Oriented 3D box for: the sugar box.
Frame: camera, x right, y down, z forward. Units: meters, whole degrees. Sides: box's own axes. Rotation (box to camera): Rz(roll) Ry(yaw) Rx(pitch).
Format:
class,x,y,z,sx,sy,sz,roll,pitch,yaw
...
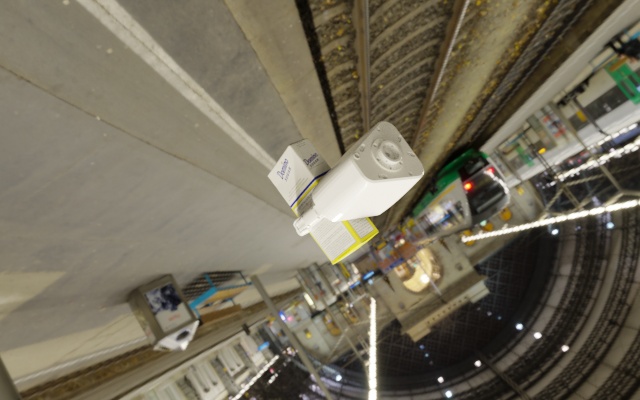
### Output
class,x,y,z,sx,sy,sz,roll,pitch,yaw
sugar box,0.001,0.002,0.716,0.048,0.176,0.093,-27,-11,-38
